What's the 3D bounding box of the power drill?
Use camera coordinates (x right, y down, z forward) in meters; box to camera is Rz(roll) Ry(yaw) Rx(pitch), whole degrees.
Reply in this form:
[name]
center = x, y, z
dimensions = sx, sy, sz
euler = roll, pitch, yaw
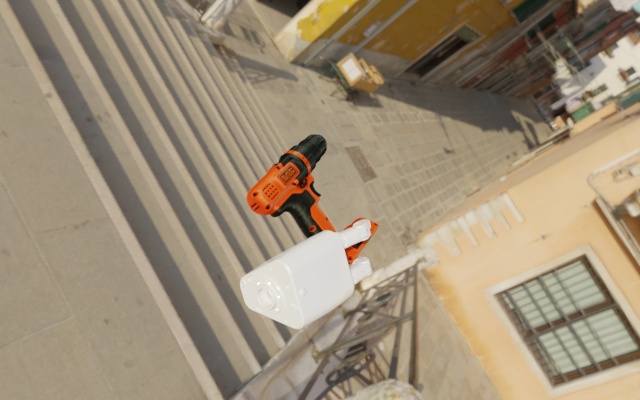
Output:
[power drill]
center = 0.000, 0.003, 0.743
dimensions = 0.184, 0.187, 0.057
euler = -49, 6, -36
